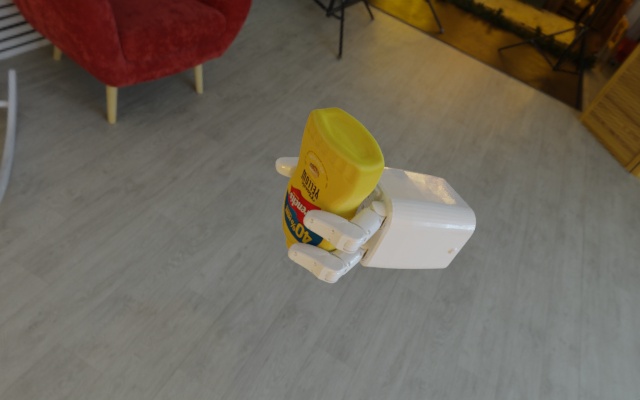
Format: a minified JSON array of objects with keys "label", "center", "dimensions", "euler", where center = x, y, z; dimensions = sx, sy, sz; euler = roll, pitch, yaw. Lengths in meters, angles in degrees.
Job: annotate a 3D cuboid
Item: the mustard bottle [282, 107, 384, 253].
[{"label":"mustard bottle","center":[0.000,0.002,0.519],"dimensions":[0.058,0.096,0.192],"euler":[-15,-36,-33]}]
